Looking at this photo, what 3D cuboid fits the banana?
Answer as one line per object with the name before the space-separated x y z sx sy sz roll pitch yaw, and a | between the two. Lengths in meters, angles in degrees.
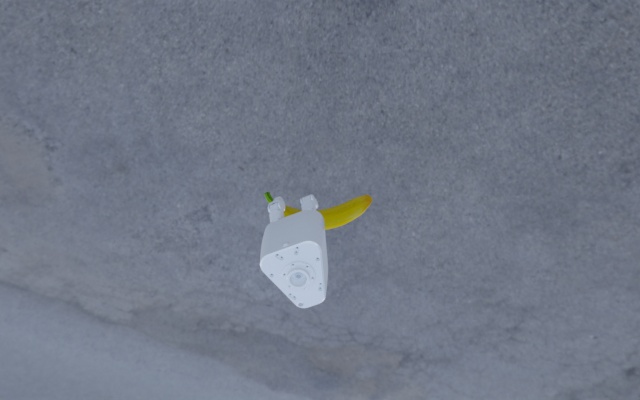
banana | -0.004 0.021 0.863 0.198 0.069 0.037 2 0 -4
